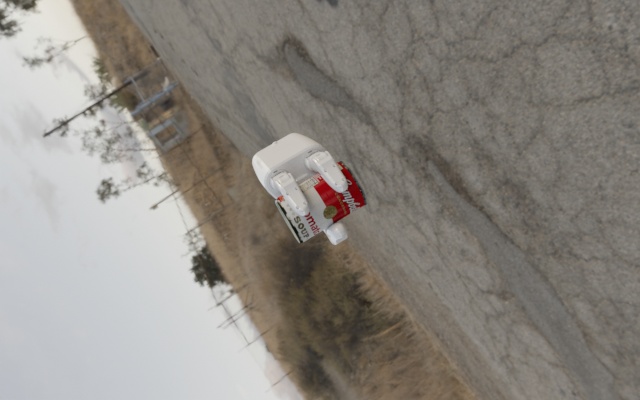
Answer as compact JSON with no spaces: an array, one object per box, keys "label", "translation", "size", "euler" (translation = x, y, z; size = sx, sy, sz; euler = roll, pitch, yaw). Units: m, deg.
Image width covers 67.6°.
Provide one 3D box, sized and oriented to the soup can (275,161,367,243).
[{"label":"soup can","translation":[0.000,0.002,0.622],"size":[0.102,0.068,0.068],"euler":[-31,4,-7]}]
